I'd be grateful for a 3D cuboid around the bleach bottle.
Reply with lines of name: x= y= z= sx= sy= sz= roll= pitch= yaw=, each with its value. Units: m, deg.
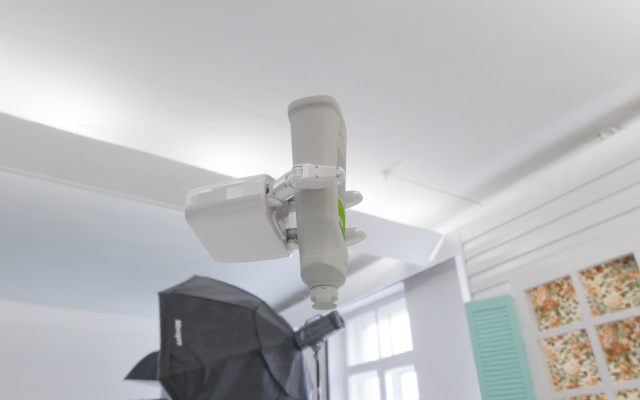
bleach bottle: x=0.000 y=0.002 z=0.571 sx=0.068 sy=0.250 sz=0.103 roll=-8 pitch=-30 yaw=13
